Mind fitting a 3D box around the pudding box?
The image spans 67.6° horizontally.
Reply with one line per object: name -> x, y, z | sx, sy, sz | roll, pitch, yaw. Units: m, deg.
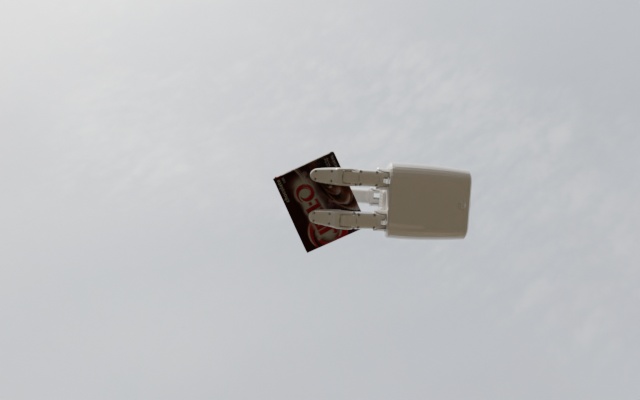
pudding box -> 0.000, 0.002, 0.649 | 0.090, 0.113, 0.039 | -25, 2, 3
